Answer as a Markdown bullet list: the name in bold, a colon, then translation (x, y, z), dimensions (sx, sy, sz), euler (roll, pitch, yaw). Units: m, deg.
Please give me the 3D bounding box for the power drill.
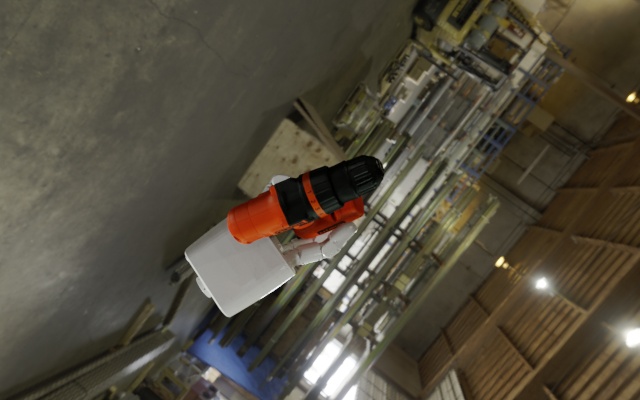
- **power drill**: translation (0.000, 0.002, 0.588), dimensions (0.184, 0.057, 0.187), euler (-21, -11, 13)
